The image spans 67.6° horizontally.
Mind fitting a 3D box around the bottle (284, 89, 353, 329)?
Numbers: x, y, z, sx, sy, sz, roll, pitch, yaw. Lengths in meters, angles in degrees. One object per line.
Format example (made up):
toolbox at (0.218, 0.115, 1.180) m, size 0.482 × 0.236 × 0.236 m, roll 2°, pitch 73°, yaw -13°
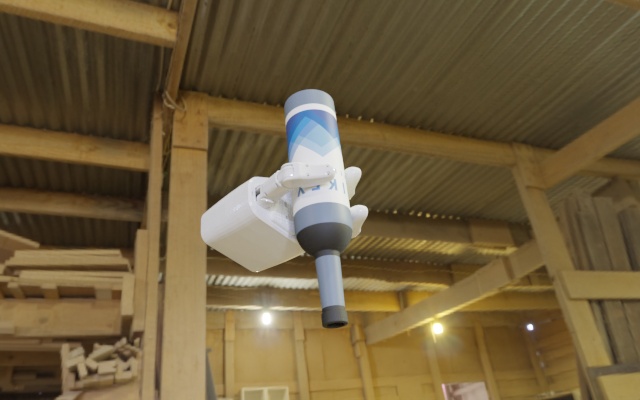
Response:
bottle at (0.000, 0.002, 0.566) m, size 0.069 × 0.295 × 0.069 m, roll -5°, pitch -29°, yaw -3°
